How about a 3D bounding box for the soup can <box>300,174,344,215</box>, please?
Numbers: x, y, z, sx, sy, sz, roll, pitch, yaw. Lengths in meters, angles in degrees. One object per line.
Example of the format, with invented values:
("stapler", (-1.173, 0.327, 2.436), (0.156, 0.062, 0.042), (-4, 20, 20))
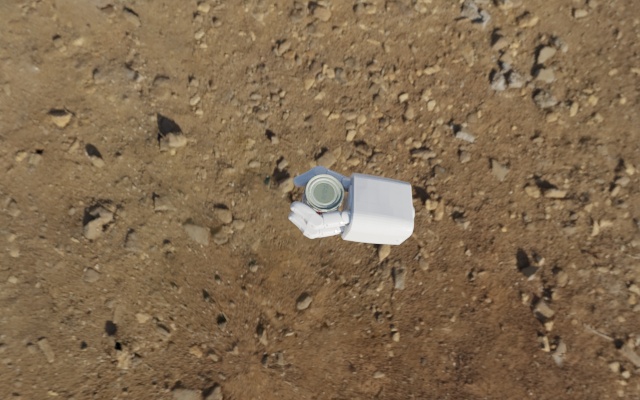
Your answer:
("soup can", (0.000, 0.002, 0.829), (0.068, 0.068, 0.102), (0, -19, -8))
